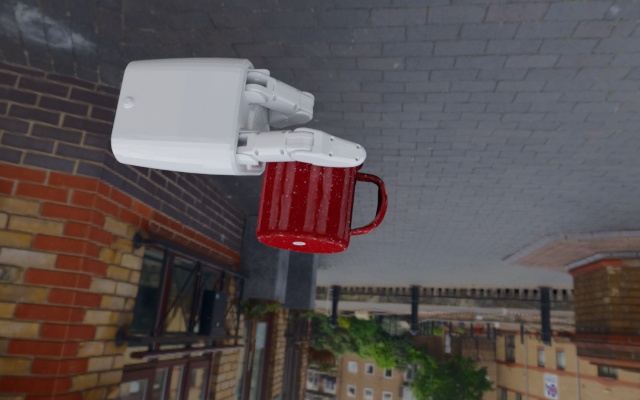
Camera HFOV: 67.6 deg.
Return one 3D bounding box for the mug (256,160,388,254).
[{"bbox_3d":[0.001,0.002,0.420,0.117,0.081,0.093,4,-15,9],"label":"mug"}]
